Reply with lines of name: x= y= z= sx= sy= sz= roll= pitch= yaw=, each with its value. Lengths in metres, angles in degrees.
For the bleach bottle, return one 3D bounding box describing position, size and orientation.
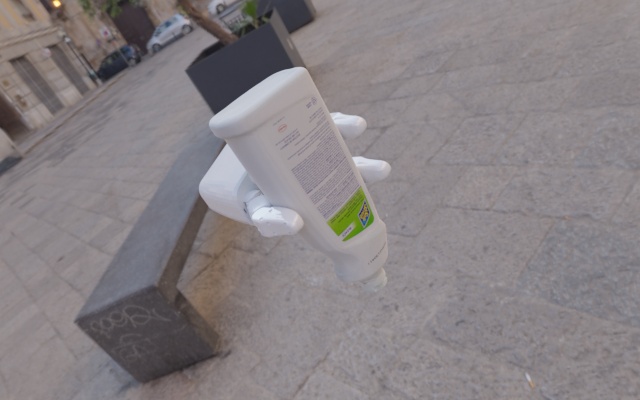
bleach bottle: x=0.000 y=0.001 z=0.480 sx=0.102 sy=0.251 sz=0.068 roll=-43 pitch=29 yaw=-25
